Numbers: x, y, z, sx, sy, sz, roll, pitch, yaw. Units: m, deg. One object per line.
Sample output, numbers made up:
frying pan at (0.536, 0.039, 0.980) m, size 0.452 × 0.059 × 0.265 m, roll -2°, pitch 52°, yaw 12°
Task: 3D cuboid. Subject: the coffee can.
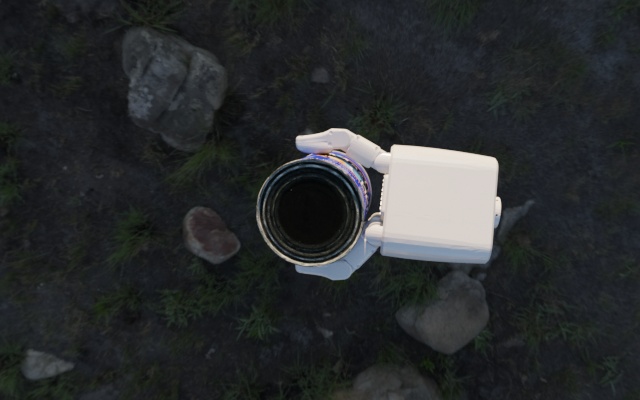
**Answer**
coffee can at (0.000, 0.002, 0.507) m, size 0.103 × 0.103 × 0.140 m, roll 0°, pitch 9°, yaw 9°
